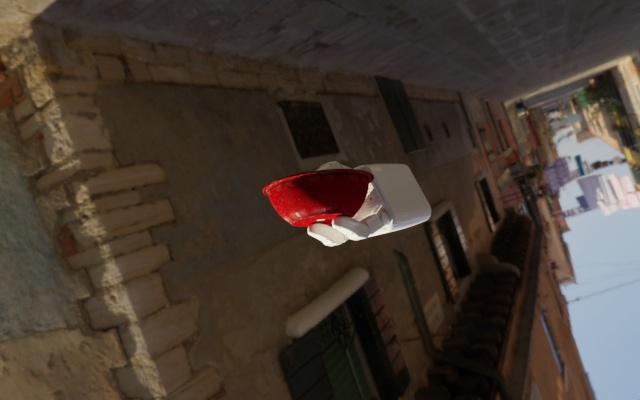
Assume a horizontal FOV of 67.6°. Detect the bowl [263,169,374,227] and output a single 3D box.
[{"bbox_3d":[-0.001,0.003,0.685,0.162,0.055,0.162,-7,-11,-1],"label":"bowl"}]
